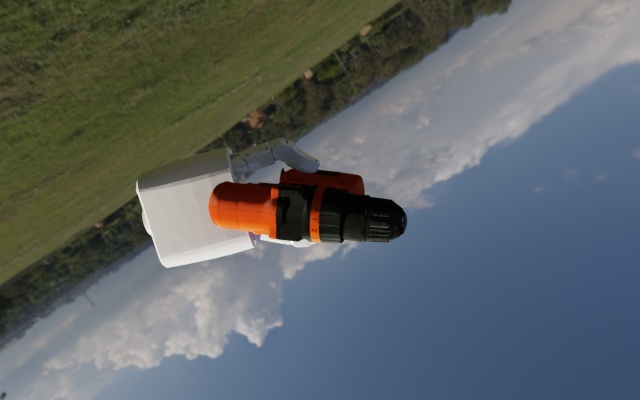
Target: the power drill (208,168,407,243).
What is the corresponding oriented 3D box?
[{"bbox_3d":[0.000,0.002,0.506,0.184,0.057,0.187,7,7,11],"label":"power drill"}]
